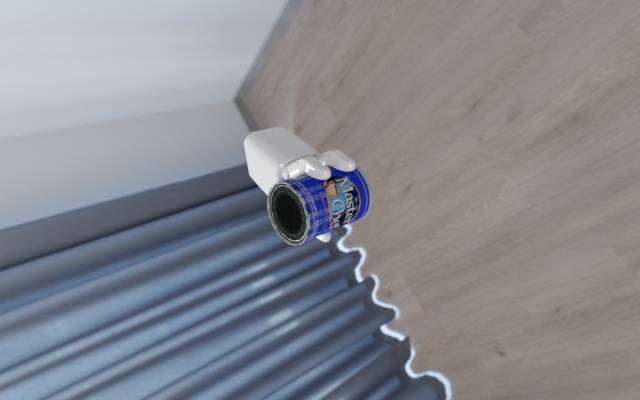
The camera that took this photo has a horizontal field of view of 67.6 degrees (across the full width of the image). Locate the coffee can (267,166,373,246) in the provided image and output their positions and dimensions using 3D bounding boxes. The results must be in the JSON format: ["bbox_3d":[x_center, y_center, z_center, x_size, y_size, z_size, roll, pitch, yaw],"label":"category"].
[{"bbox_3d":[0.000,0.003,0.775,0.140,0.103,0.103,-20,12,-38],"label":"coffee can"}]
